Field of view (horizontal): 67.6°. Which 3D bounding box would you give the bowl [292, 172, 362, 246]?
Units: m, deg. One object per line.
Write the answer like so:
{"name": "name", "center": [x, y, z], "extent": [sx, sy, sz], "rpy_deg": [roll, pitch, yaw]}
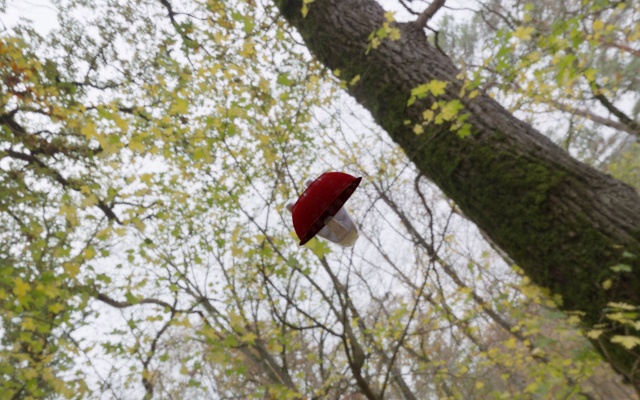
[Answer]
{"name": "bowl", "center": [0.000, 0.002, 0.831], "extent": [0.055, 0.162, 0.162], "rpy_deg": [42, 7, 7]}
